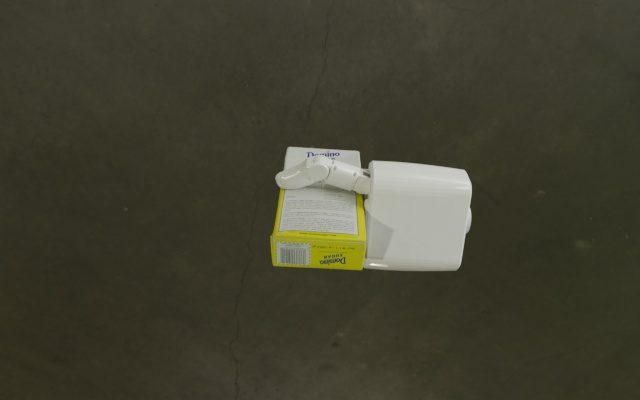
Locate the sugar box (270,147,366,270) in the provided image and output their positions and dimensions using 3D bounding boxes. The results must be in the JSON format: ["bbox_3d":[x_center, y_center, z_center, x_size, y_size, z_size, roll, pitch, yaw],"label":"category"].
[{"bbox_3d":[0.000,0.002,0.535,0.093,0.048,0.176,4,33,0],"label":"sugar box"}]
